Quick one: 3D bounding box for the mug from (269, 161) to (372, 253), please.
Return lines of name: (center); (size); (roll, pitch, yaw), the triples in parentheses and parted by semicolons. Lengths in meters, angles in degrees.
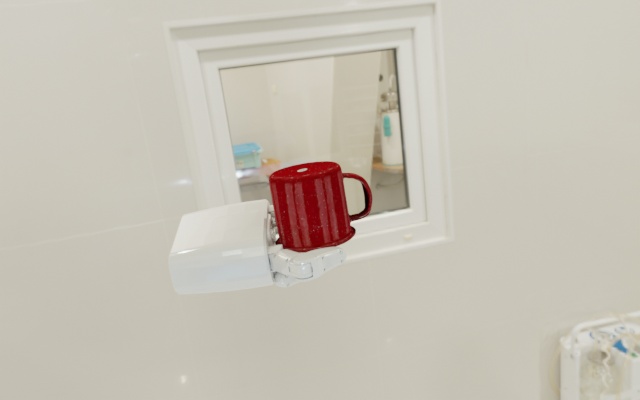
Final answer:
mug: (0.001, 0.001, 0.534); (0.117, 0.081, 0.093); (-9, 14, -1)
